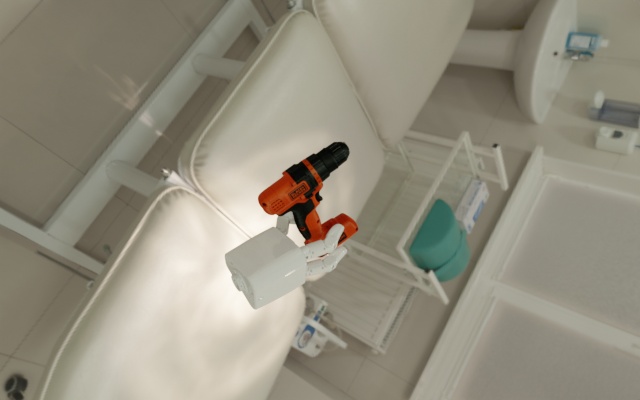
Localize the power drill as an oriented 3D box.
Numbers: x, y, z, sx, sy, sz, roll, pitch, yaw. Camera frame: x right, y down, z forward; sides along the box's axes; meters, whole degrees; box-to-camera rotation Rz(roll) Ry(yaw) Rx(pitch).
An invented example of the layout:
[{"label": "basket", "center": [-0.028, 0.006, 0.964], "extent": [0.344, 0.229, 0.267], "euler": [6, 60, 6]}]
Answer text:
[{"label": "power drill", "center": [0.000, 0.003, 0.871], "extent": [0.184, 0.188, 0.057], "euler": [-35, 38, -4]}]
